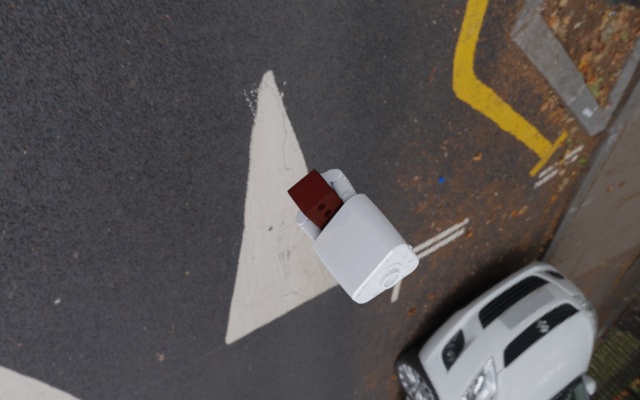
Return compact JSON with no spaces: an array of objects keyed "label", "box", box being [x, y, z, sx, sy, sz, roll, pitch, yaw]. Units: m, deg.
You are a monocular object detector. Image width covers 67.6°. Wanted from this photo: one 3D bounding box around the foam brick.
[{"label":"foam brick","box":[0.000,0.002,0.689,0.051,0.053,0.078,52,5,36]}]
